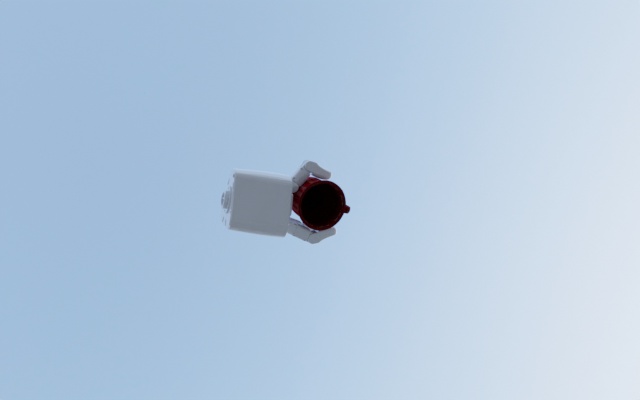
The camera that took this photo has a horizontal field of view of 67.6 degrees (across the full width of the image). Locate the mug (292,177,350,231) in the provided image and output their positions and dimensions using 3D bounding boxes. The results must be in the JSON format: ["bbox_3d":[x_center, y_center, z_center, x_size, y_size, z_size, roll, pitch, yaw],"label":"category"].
[{"bbox_3d":[0.001,0.003,0.895,0.117,0.093,0.081,10,8,-23],"label":"mug"}]
